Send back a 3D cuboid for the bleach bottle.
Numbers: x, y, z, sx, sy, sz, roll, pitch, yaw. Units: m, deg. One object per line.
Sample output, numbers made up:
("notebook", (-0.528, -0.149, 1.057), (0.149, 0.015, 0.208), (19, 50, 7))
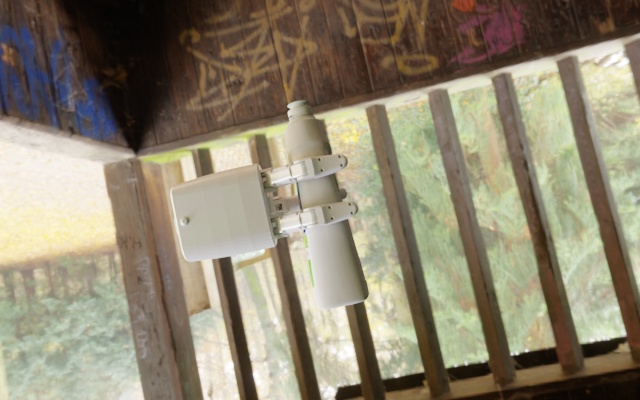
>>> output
("bleach bottle", (0.000, 0.002, 0.595), (0.068, 0.251, 0.102), (-13, -4, -2))
